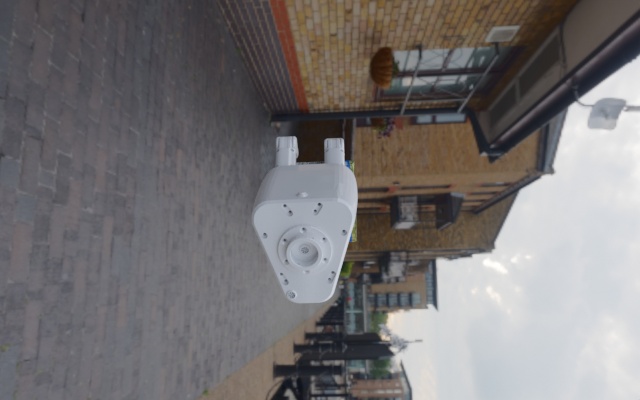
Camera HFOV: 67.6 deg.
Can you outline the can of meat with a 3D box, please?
[{"bbox_3d":[0.000,0.002,0.576,0.084,0.102,0.057,-2,17,3],"label":"can of meat"}]
